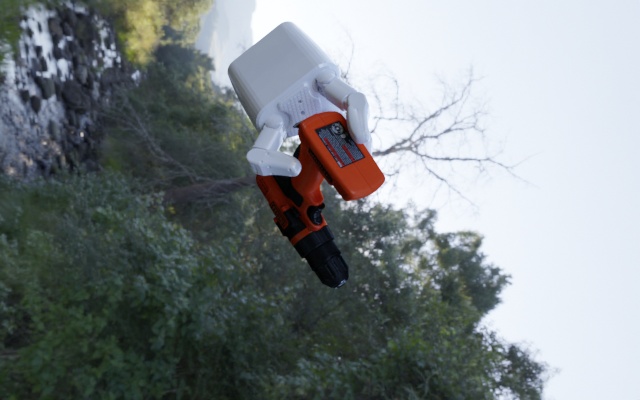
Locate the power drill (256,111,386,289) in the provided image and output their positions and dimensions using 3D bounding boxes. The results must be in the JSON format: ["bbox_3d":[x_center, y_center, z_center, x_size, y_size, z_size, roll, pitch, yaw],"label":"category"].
[{"bbox_3d":[0.000,0.001,0.557,0.057,0.184,0.188,-28,-13,-33],"label":"power drill"}]
